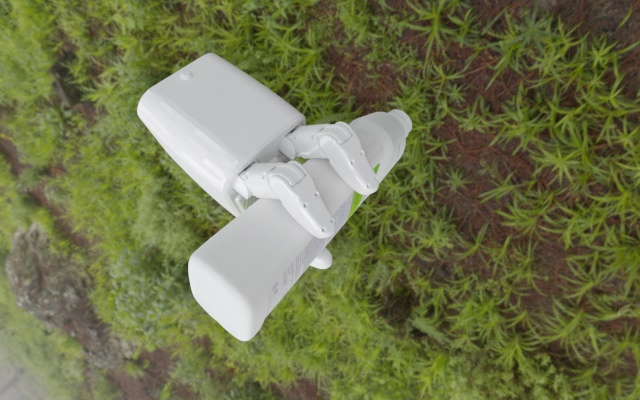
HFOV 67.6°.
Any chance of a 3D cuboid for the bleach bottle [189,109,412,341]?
[{"bbox_3d":[0.000,0.001,0.420,0.250,0.068,0.103,-44,-14,-30],"label":"bleach bottle"}]
